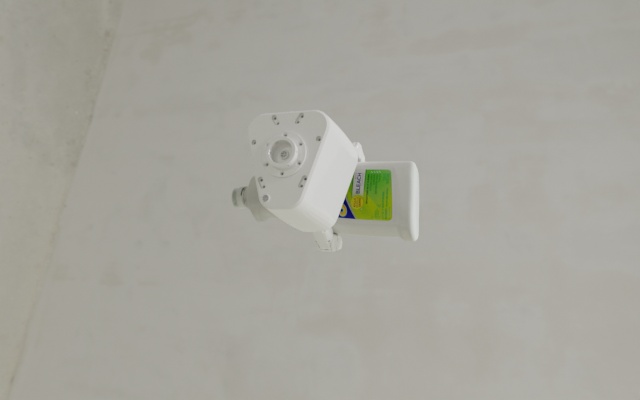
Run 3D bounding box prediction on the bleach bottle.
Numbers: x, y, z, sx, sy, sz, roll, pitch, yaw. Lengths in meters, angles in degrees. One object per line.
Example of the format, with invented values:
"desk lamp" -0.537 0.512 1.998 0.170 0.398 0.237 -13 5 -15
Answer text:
"bleach bottle" 0.000 0.002 0.631 0.251 0.102 0.068 -1 -14 18
